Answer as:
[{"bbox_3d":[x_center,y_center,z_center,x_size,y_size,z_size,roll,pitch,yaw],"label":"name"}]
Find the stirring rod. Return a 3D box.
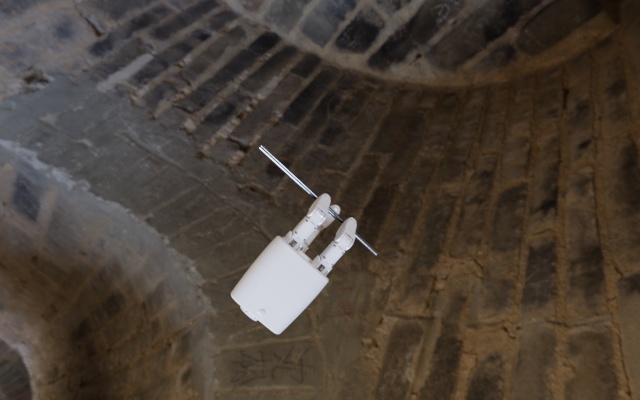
[{"bbox_3d":[0.000,0.002,0.712,0.239,0.011,0.011,43,-11,-12],"label":"stirring rod"}]
